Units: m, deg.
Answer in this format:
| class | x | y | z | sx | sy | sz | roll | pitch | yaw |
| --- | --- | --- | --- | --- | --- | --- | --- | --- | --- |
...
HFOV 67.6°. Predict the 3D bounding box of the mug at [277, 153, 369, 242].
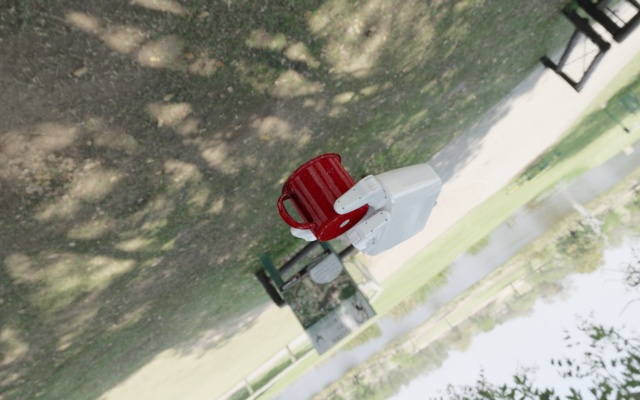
| class | x | y | z | sx | sy | sz | roll | pitch | yaw |
| --- | --- | --- | --- | --- | --- | --- | --- | --- | --- |
| mug | -0.001 | 0.003 | 0.612 | 0.117 | 0.081 | 0.093 | -20 | -25 | -35 |
